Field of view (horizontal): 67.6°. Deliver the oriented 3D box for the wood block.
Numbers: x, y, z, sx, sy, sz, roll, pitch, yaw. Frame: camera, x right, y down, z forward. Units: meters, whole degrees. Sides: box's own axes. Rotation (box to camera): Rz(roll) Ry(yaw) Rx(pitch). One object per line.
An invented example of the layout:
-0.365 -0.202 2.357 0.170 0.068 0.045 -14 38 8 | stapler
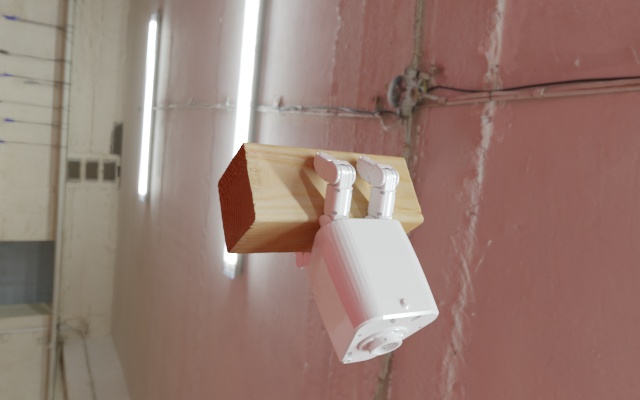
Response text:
0.000 0.002 0.542 0.206 0.090 0.091 2 -29 -30 | wood block
